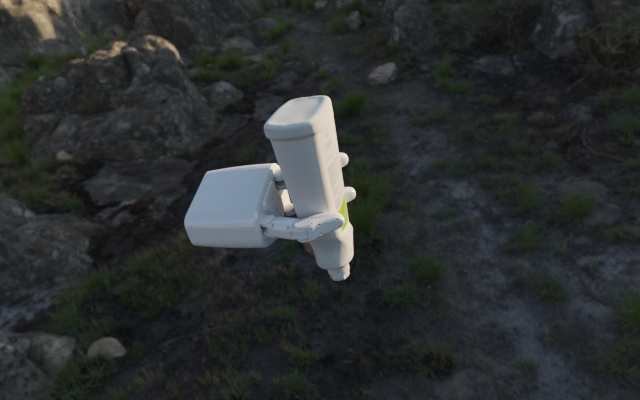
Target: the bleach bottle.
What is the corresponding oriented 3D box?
[{"bbox_3d":[0.000,0.002,0.609,0.068,0.251,0.102,-2,30,19],"label":"bleach bottle"}]
